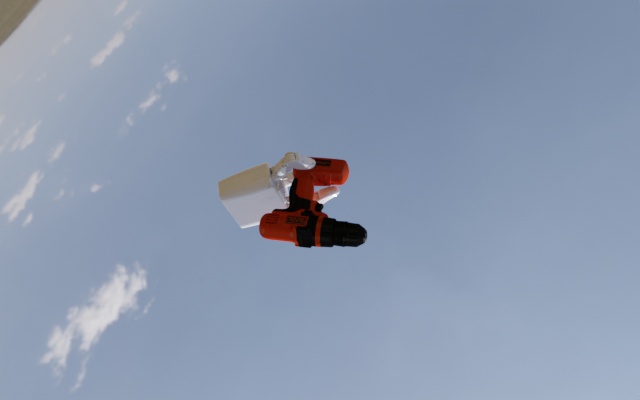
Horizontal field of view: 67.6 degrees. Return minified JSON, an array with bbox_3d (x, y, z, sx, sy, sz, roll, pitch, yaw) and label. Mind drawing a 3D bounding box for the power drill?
[{"bbox_3d":[0.000,0.002,0.848,0.184,0.057,0.187,6,45,10],"label":"power drill"}]
